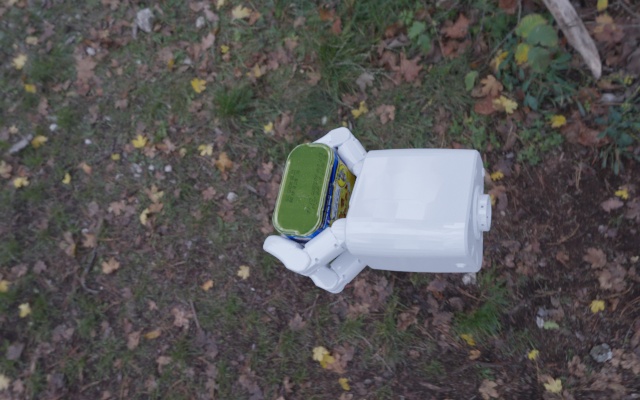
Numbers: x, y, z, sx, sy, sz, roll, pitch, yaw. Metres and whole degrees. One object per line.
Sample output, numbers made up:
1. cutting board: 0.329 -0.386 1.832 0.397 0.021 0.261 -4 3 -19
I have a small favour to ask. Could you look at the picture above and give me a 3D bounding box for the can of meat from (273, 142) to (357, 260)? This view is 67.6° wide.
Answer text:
1. can of meat: 0.000 0.001 0.491 0.057 0.102 0.084 2 -19 27
